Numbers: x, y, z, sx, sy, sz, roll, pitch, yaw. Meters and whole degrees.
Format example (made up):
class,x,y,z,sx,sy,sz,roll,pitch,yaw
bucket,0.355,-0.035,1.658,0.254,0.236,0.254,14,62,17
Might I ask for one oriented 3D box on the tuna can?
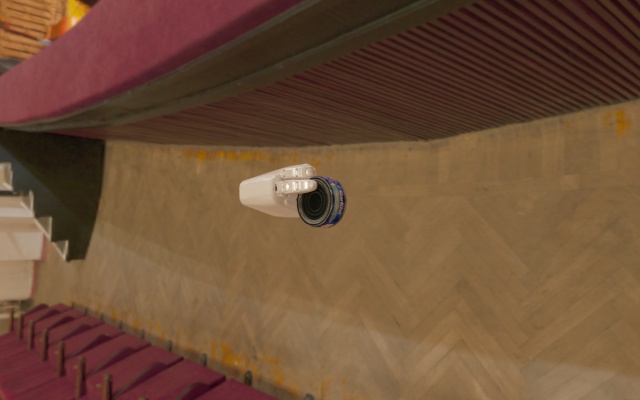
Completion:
class,x,y,z,sx,sy,sz,roll,pitch,yaw
tuna can,0.000,0.003,0.791,0.086,0.086,0.034,0,-3,44
